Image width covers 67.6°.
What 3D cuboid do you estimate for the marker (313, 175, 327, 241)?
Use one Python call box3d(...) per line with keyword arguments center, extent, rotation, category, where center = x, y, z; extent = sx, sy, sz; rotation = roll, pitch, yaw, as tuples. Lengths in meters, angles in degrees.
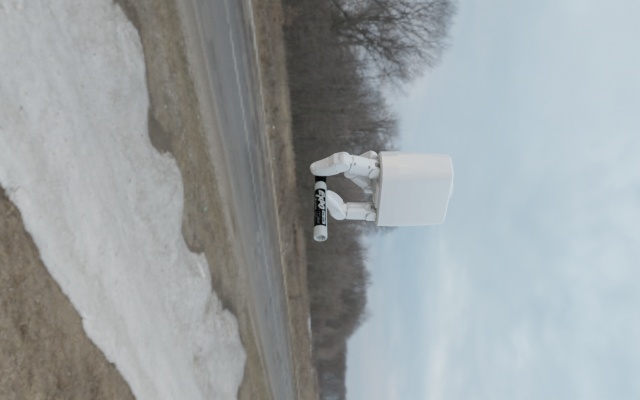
box3d(center=(0.000, 0.002, 0.687), extent=(0.020, 0.121, 0.020), rotation=(0, -36, 0), category="marker")
